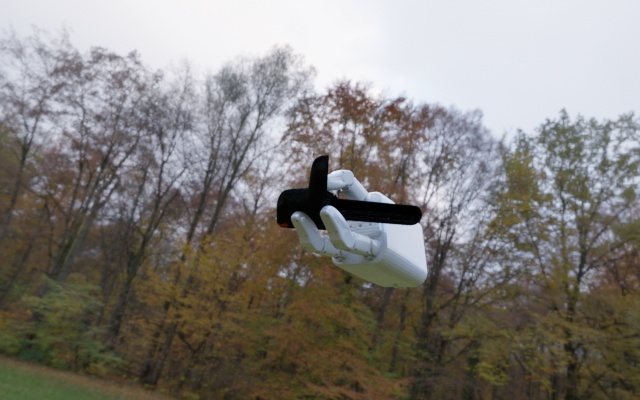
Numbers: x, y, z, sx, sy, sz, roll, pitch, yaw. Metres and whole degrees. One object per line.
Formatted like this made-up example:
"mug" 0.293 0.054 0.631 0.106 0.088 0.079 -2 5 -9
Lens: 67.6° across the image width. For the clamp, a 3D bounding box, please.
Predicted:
"clamp" 0.000 0.001 0.615 0.210 0.036 0.165 -11 -33 45
